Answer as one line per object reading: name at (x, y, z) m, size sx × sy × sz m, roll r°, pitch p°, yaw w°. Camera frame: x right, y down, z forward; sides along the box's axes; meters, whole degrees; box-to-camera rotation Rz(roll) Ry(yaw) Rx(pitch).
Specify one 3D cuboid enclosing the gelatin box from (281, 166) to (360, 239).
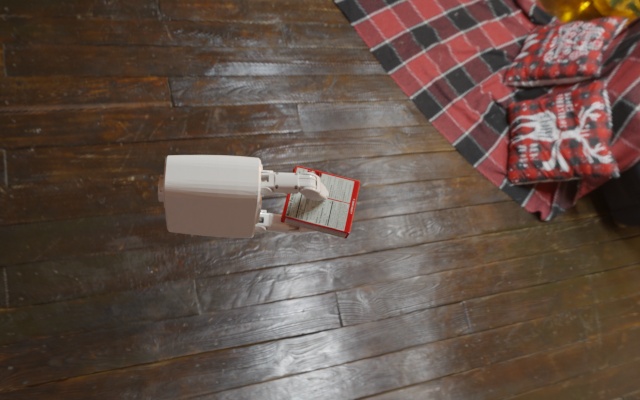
gelatin box at (0.000, 0.002, 0.613) m, size 0.089 × 0.073 × 0.030 m, roll 14°, pitch -20°, yaw -3°
